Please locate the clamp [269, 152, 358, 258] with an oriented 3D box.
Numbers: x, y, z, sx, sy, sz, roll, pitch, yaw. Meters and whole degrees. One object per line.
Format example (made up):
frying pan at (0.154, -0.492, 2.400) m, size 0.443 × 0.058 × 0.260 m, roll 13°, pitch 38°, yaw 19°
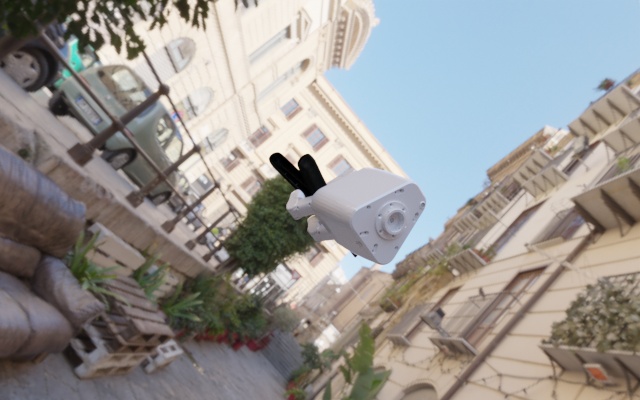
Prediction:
clamp at (0.001, 0.002, 0.749) m, size 0.036 × 0.210 × 0.164 m, roll -42°, pitch 26°, yaw -11°
